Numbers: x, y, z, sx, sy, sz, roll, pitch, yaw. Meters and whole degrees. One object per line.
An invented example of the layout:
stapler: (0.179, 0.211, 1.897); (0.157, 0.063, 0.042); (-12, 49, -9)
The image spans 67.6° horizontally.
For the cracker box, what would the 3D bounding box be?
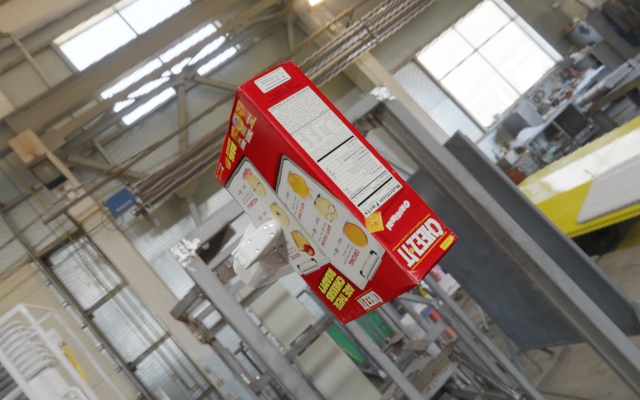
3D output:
cracker box: (0.000, 0.001, 0.455); (0.072, 0.213, 0.164); (-39, -7, -30)
